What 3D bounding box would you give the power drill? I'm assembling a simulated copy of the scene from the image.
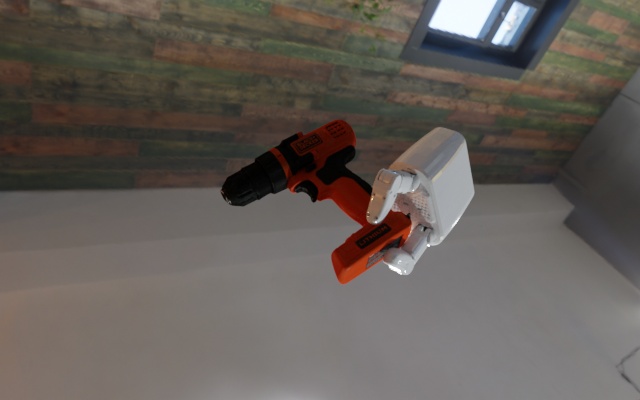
[{"bbox_3d":[0.001,0.002,0.562,0.184,0.187,0.057,-30,-24,-16],"label":"power drill"}]
